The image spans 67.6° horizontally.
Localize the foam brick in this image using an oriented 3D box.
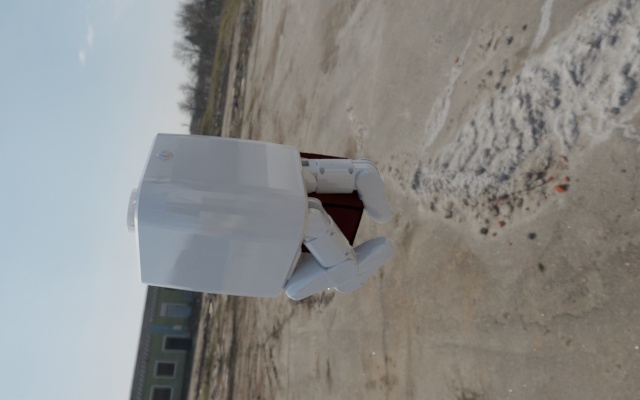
[{"bbox_3d":[0.000,0.001,0.407,0.051,0.053,0.078,6,34,-13],"label":"foam brick"}]
